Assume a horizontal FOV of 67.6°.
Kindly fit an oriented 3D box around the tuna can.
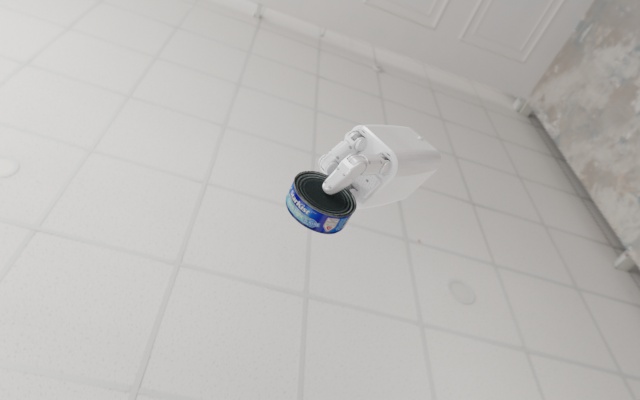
[{"bbox_3d":[0.000,0.002,0.602,0.086,0.034,0.086,20,33,-14],"label":"tuna can"}]
